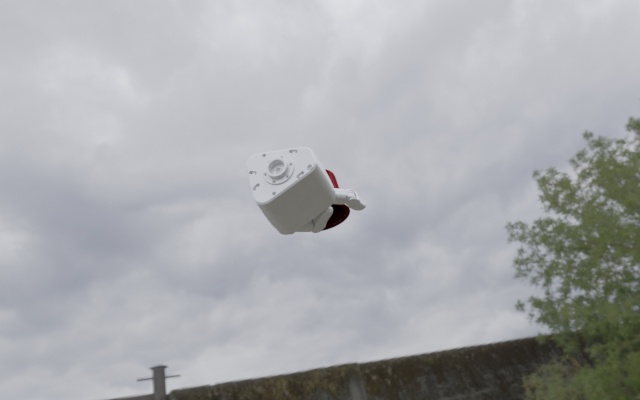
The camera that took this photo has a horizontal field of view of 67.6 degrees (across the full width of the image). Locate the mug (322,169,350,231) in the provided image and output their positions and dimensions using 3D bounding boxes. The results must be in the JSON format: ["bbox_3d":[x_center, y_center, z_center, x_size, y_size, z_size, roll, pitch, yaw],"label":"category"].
[{"bbox_3d":[0.001,0.003,0.861,0.093,0.081,0.117,-21,-30,6],"label":"mug"}]
